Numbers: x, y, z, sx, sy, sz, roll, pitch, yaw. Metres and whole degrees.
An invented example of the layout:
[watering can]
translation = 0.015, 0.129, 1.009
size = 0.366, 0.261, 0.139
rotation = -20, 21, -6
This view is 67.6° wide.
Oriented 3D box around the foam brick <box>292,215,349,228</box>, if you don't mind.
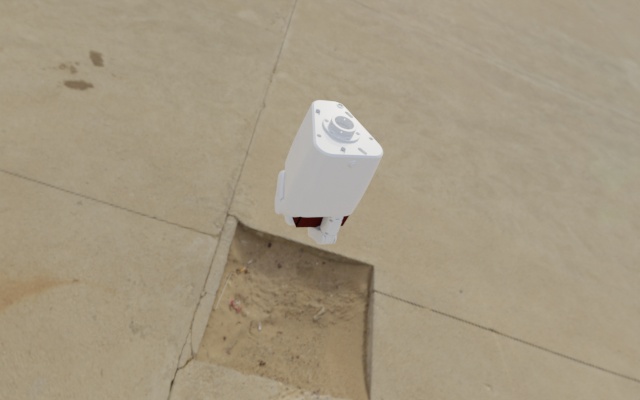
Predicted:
[foam brick]
translation = 0.000, 0.002, 0.672
size = 0.078, 0.053, 0.051
rotation = -1, -41, -28
